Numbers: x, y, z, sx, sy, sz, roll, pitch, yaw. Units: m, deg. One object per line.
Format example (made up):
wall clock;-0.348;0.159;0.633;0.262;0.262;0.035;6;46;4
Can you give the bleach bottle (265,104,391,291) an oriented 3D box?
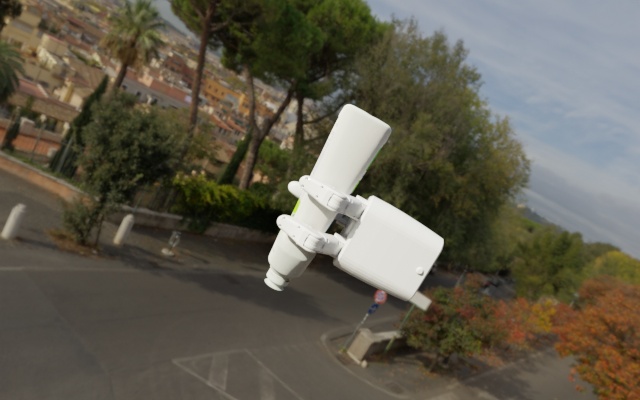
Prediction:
bleach bottle;0.000;0.002;0.617;0.068;0.251;0.102;29;9;-2
